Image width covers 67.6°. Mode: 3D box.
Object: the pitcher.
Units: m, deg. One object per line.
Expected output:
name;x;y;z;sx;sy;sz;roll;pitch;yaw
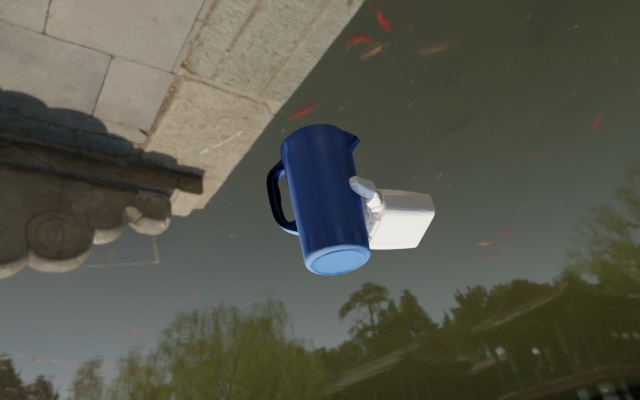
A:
pitcher;0.000;0.003;0.826;0.145;0.242;0.149;4;-34;-23
